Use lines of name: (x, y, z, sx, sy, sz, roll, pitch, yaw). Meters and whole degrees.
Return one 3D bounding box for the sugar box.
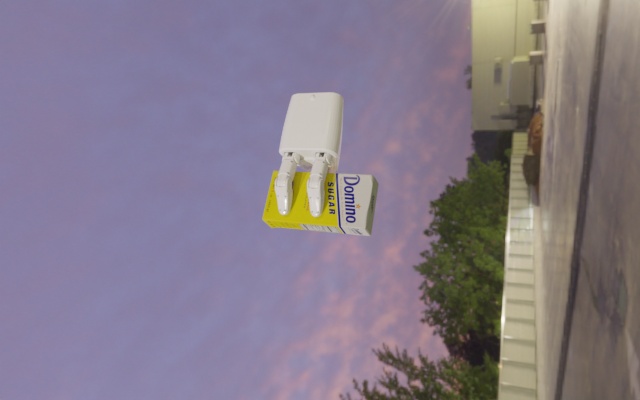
sugar box: (0.000, 0.002, 0.778, 0.176, 0.093, 0.048, 2, -21, 22)
